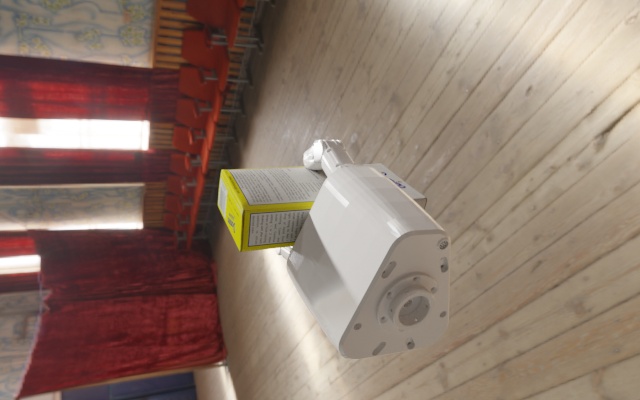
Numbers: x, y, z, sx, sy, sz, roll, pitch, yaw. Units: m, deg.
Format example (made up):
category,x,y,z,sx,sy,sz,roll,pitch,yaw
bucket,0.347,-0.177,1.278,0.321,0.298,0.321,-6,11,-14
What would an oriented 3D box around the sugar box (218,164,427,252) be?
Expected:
category,x,y,z,sx,sy,sz,roll,pitch,yaw
sugar box,0.000,0.002,0.451,0.176,0.048,0.093,-1,26,-24
